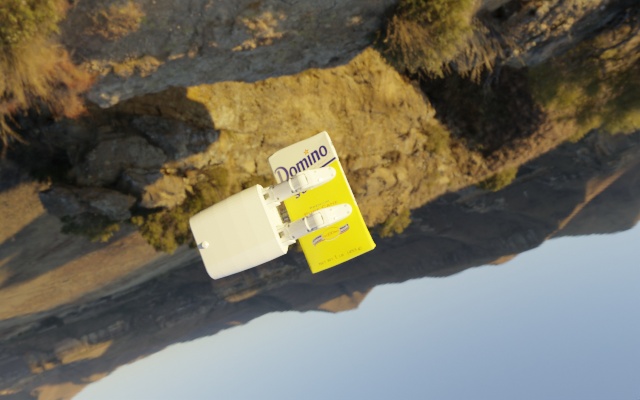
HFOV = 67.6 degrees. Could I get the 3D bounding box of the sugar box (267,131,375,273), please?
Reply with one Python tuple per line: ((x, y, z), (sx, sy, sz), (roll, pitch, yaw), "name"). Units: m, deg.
((0.000, 0.002, 0.666), (0.093, 0.176, 0.048), (-24, -6, 6), "sugar box")
